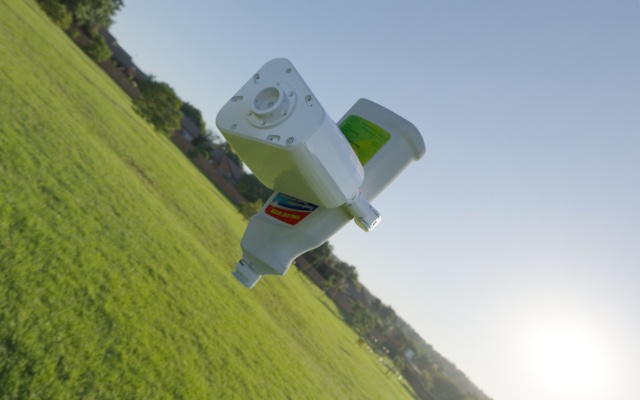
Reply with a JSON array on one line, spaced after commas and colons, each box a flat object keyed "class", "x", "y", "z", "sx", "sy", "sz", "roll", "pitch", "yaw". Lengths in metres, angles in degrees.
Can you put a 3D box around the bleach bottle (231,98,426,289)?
[{"class": "bleach bottle", "x": 0.000, "y": 0.002, "z": 0.542, "sx": 0.102, "sy": 0.251, "sz": 0.068, "roll": 38, "pitch": -7, "yaw": 36}]
